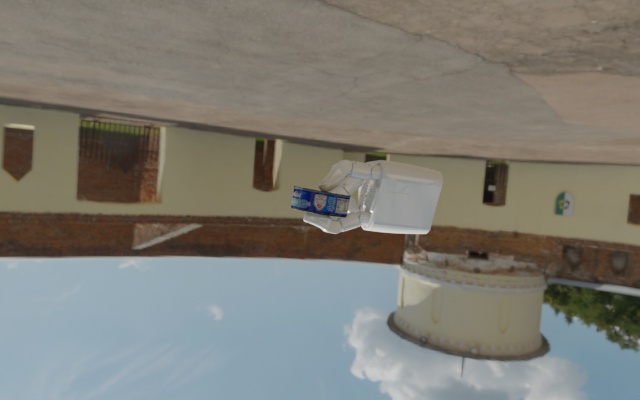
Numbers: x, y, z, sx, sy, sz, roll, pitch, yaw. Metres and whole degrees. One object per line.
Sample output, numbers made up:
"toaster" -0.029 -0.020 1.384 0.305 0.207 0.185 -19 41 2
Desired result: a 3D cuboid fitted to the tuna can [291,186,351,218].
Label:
"tuna can" 0.000 0.003 0.705 0.086 0.034 0.086 10 1 0
